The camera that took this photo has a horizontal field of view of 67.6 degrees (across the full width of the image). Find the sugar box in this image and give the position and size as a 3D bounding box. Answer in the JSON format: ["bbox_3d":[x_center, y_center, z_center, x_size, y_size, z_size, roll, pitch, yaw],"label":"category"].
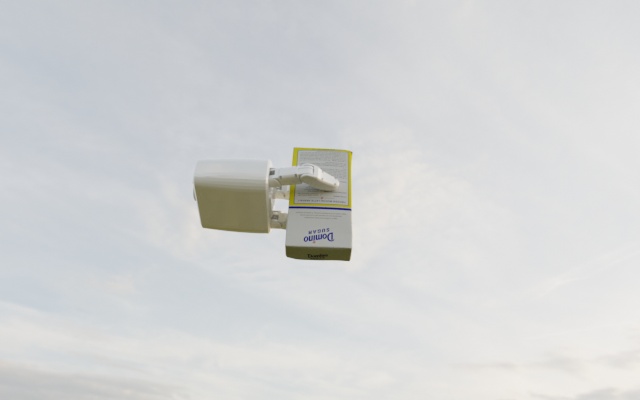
[{"bbox_3d":[0.000,0.003,0.701,0.093,0.176,0.048,3,-32,1],"label":"sugar box"}]
